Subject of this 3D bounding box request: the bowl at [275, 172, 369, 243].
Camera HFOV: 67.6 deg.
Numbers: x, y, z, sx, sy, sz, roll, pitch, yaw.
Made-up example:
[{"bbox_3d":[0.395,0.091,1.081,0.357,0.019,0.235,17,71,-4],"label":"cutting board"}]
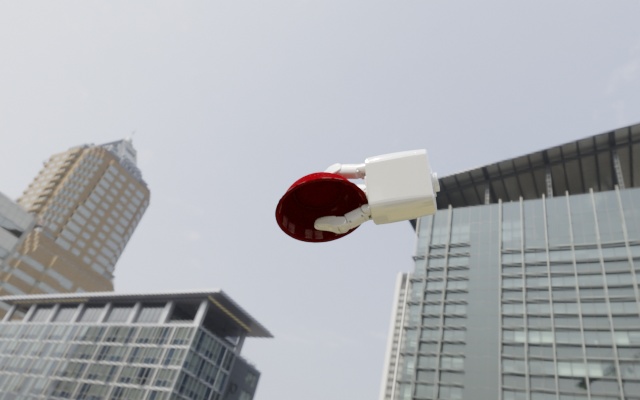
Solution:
[{"bbox_3d":[-0.001,0.003,0.832,0.162,0.055,0.162,-5,-44,-5],"label":"bowl"}]
